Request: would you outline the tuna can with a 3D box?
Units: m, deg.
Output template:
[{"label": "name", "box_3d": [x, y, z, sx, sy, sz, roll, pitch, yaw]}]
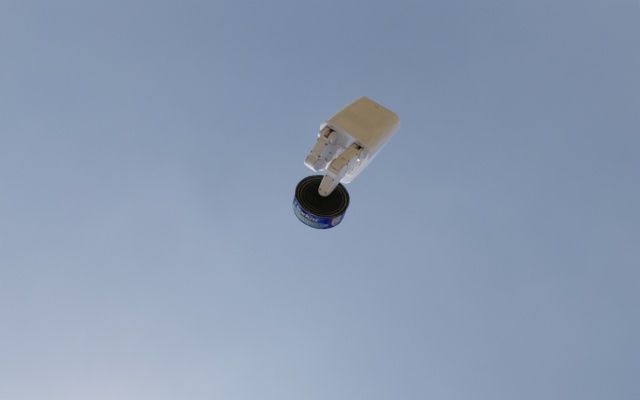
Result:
[{"label": "tuna can", "box_3d": [0.000, 0.003, 0.741, 0.086, 0.086, 0.034, 0, -40, -15]}]
